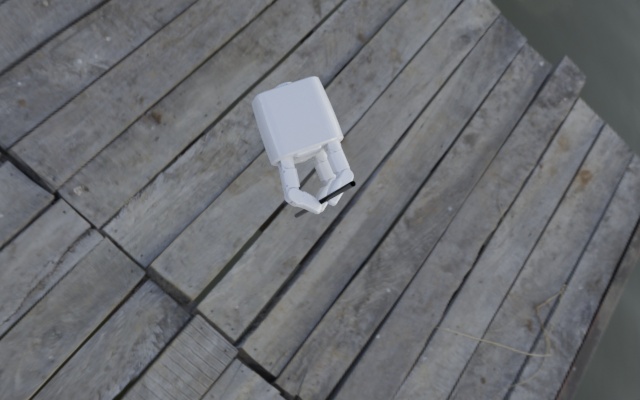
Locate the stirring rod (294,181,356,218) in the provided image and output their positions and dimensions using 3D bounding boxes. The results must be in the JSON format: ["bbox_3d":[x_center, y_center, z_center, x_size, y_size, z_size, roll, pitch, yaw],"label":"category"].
[{"bbox_3d":[0.000,0.002,0.730,0.011,0.011,0.239,0,-12,-21],"label":"stirring rod"}]
